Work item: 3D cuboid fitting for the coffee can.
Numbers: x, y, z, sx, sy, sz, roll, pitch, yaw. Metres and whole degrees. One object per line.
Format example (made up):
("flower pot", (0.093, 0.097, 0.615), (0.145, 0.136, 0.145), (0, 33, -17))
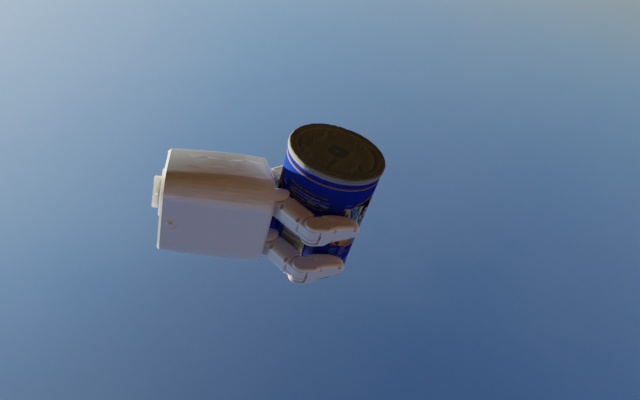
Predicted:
("coffee can", (0.000, 0.002, 0.527), (0.103, 0.140, 0.102), (12, 37, -9))
